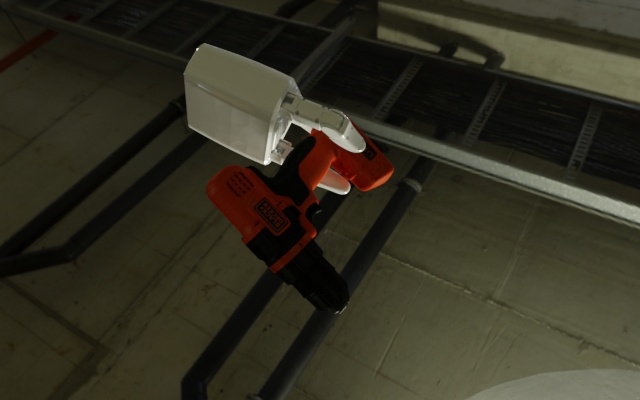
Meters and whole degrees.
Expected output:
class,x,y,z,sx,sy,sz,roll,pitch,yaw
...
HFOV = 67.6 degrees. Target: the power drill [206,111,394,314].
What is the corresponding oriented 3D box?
class,x,y,z,sx,sy,sz,roll,pitch,yaw
power drill,0.000,0.001,0.512,0.187,0.184,0.057,-45,5,-36
